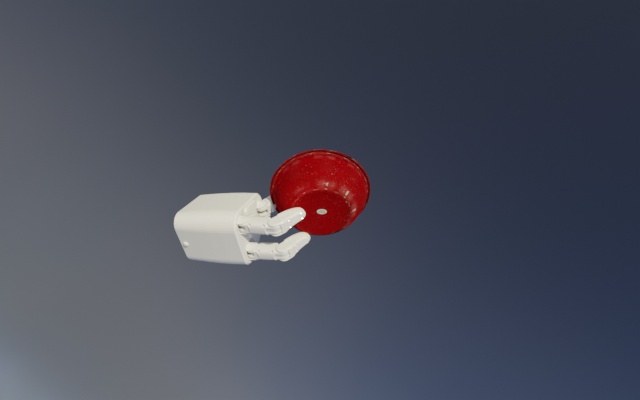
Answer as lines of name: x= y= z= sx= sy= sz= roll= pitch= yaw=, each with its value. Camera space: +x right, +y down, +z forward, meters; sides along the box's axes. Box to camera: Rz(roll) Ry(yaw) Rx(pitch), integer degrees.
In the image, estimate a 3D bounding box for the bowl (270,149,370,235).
bowl: x=0.001 y=0.002 z=0.744 sx=0.162 sy=0.162 sz=0.055 roll=0 pitch=38 yaw=-2
